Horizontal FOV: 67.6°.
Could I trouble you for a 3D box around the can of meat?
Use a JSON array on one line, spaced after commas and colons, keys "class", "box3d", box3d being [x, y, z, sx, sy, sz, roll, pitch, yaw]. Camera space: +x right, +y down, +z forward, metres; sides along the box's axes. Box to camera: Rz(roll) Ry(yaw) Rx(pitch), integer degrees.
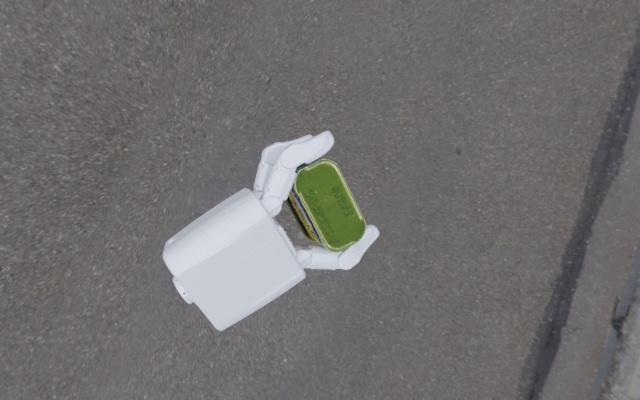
[{"class": "can of meat", "box3d": [0.000, 0.002, 0.520, 0.057, 0.102, 0.084, -30, 13, -10]}]
